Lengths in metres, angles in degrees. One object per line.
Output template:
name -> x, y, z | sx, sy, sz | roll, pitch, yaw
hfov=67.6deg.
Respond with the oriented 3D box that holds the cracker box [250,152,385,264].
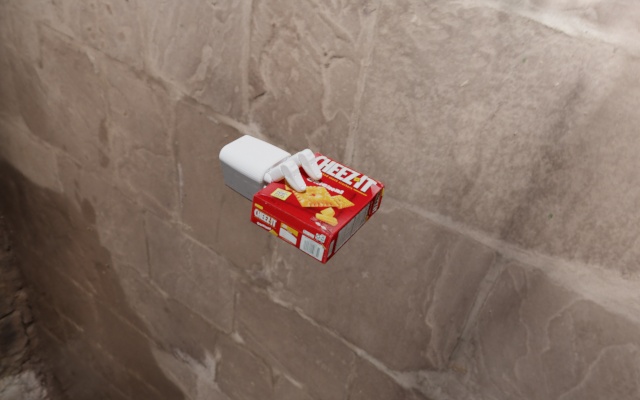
cracker box -> 0.000, 0.003, 0.892 | 0.164, 0.072, 0.213 | 28, 39, 20
